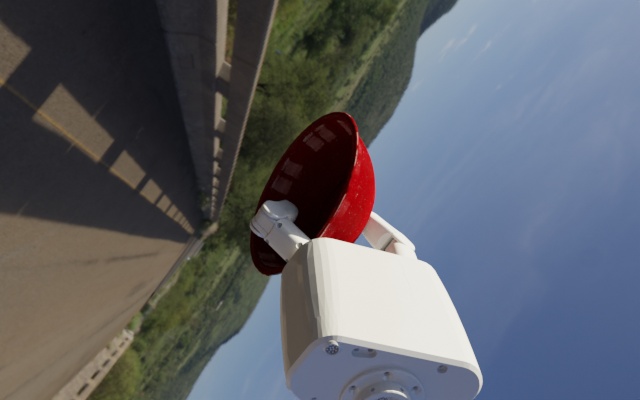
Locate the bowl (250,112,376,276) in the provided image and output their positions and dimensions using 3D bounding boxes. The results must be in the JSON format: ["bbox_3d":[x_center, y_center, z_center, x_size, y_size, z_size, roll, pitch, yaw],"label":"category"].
[{"bbox_3d":[0.000,0.001,0.444,0.055,0.162,0.162,28,-14,-27],"label":"bowl"}]
